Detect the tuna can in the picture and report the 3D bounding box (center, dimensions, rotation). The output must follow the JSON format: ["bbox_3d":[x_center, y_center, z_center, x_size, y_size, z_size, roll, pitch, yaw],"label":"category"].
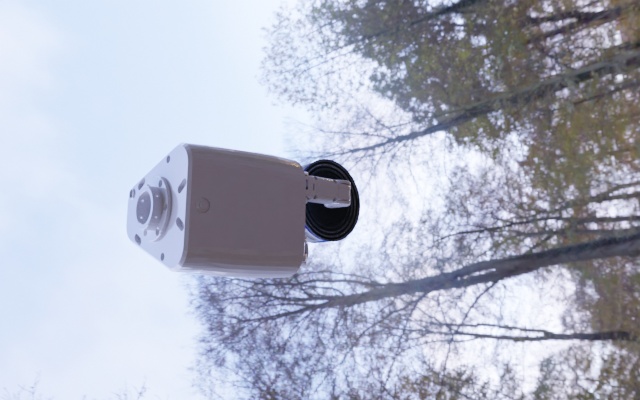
[{"bbox_3d":[0.000,0.002,0.502,0.086,0.086,0.034,0,-8,-41],"label":"tuna can"}]
